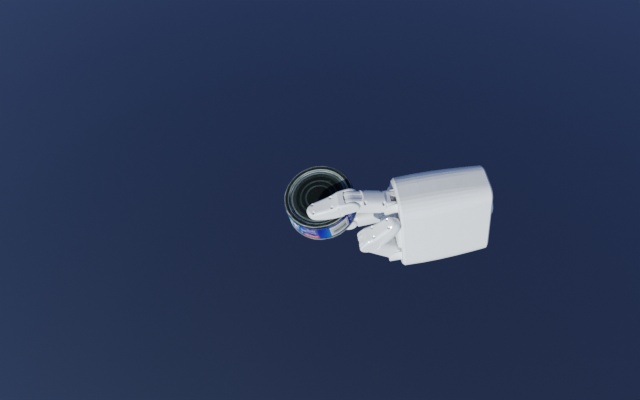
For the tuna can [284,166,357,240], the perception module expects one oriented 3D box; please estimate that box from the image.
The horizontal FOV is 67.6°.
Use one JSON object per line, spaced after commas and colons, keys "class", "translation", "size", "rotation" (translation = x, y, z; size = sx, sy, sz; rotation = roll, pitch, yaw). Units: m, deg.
{"class": "tuna can", "translation": [0.000, 0.002, 0.576], "size": [0.086, 0.086, 0.034], "rotation": [0, -27, 11]}
